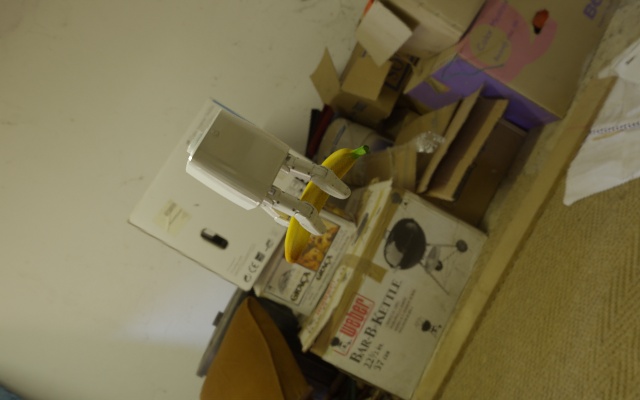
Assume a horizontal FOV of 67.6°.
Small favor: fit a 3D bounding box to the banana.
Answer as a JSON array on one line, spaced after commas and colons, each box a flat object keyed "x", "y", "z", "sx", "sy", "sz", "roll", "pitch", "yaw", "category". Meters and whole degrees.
[{"x": -0.004, "y": -0.002, "z": 0.692, "sx": 0.037, "sy": 0.198, "sz": 0.069, "roll": 33, "pitch": -5, "yaw": -19, "category": "banana"}]
